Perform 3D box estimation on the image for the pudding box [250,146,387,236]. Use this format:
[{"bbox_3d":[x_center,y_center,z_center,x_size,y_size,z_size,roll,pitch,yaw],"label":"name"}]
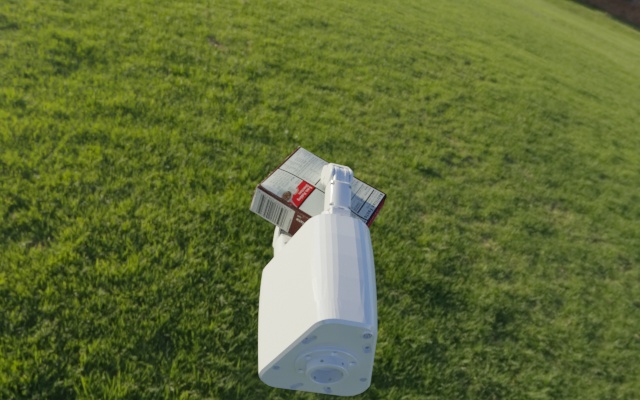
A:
[{"bbox_3d":[0.000,0.002,0.487,0.113,0.039,0.090,31,42,9],"label":"pudding box"}]
